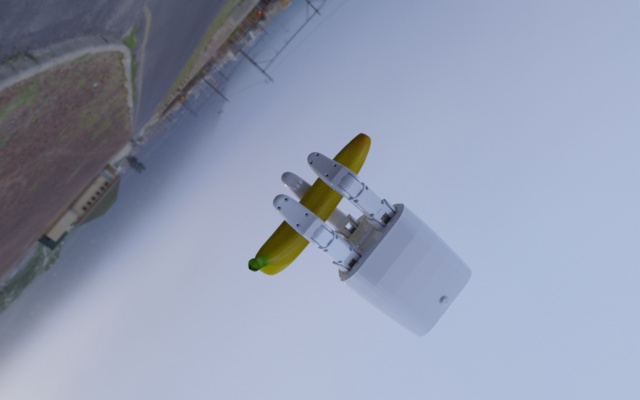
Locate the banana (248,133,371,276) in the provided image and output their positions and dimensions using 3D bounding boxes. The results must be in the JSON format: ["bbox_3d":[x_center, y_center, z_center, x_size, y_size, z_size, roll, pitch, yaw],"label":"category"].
[{"bbox_3d":[-0.007,0.010,0.499,0.037,0.197,0.070,39,-27,-1],"label":"banana"}]
